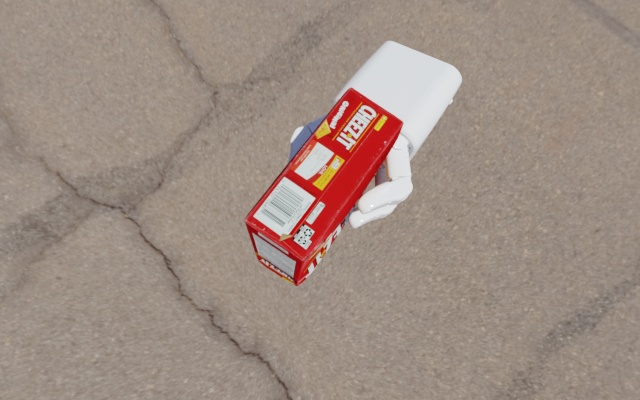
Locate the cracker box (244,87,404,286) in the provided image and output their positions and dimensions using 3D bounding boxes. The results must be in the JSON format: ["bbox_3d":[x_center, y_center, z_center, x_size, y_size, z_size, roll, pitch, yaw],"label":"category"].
[{"bbox_3d":[0.000,0.002,0.522,0.072,0.164,0.214,35,-16,6],"label":"cracker box"}]
